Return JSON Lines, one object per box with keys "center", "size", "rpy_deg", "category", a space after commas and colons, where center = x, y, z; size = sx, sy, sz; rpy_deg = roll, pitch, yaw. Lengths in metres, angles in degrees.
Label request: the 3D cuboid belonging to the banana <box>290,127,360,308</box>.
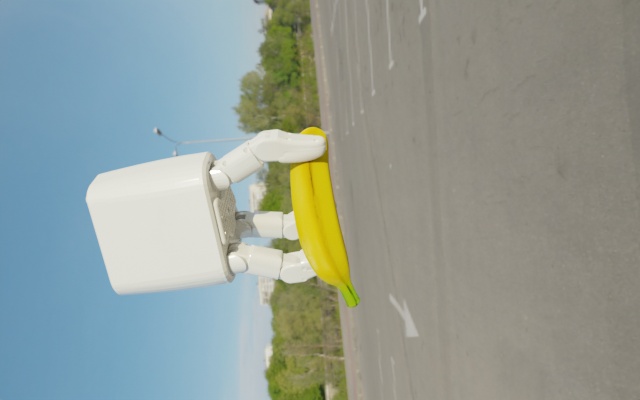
{"center": [-0.004, -0.006, 0.426], "size": [0.037, 0.197, 0.070], "rpy_deg": [-14, -35, 7], "category": "banana"}
